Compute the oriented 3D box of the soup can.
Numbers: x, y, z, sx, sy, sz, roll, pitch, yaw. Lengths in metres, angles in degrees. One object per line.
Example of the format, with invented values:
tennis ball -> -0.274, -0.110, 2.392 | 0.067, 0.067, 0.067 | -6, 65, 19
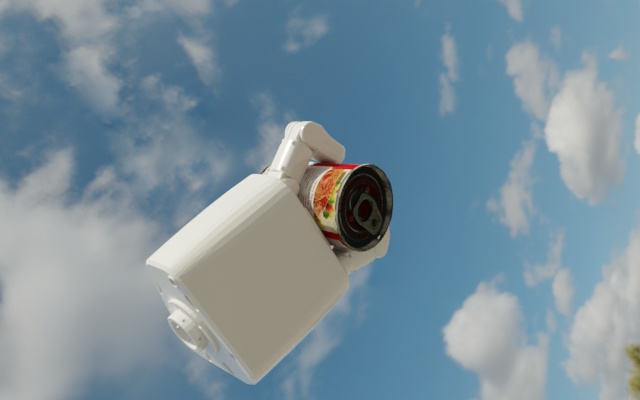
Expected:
soup can -> 0.000, 0.001, 0.402 | 0.102, 0.068, 0.068 | 8, 5, 44
